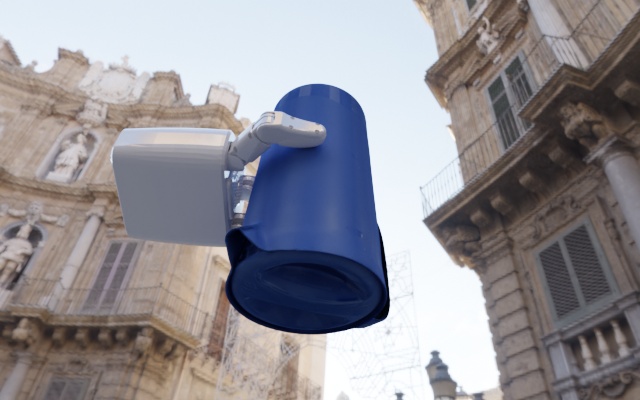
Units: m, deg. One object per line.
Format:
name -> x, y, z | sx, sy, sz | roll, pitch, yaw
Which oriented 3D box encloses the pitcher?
pitcher -> 0.000, 0.002, 0.474 | 0.145, 0.242, 0.149 | 2, -42, 2
